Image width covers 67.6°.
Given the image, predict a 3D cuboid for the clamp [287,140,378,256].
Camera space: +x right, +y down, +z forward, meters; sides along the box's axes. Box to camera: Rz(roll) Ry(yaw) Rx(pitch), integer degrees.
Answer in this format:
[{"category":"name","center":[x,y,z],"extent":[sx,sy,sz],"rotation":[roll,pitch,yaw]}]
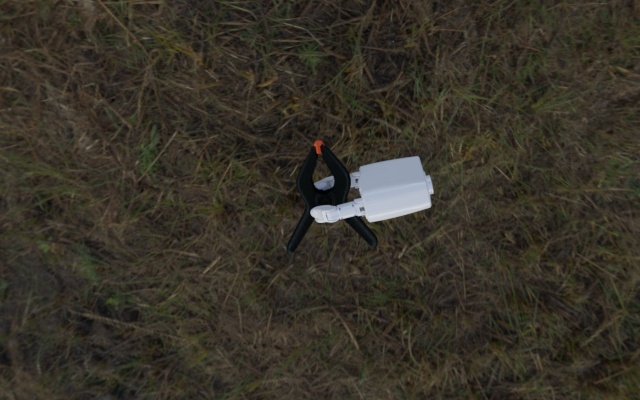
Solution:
[{"category":"clamp","center":[0.000,0.002,0.838],"extent":[0.164,0.210,0.036],"rotation":[-13,16,7]}]
